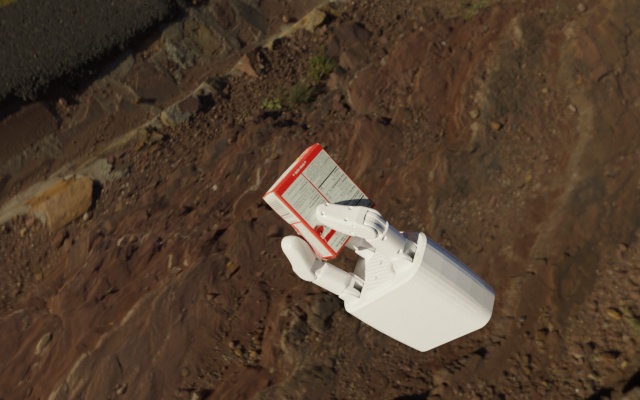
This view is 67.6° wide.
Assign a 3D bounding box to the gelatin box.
[{"bbox_3d":[0.000,0.001,0.464,0.073,0.089,0.030,-51,15,-28],"label":"gelatin box"}]
